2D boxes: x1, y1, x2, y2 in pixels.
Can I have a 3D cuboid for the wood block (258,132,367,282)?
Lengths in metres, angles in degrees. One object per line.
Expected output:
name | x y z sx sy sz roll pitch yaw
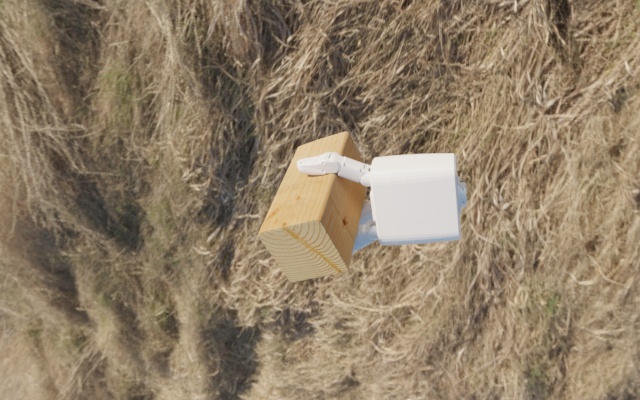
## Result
wood block | 0.000 0.002 0.669 0.090 0.091 0.206 -14 32 25
